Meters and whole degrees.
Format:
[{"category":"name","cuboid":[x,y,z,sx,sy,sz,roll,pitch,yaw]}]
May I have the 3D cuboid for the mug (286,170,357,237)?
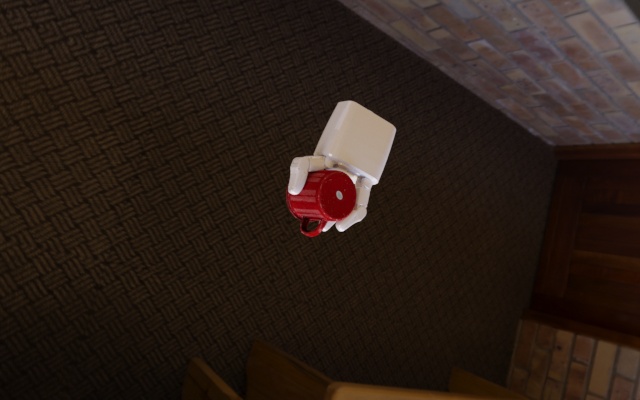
[{"category":"mug","cuboid":[0.000,0.004,0.776,0.093,0.117,0.081,30,-15,-34]}]
